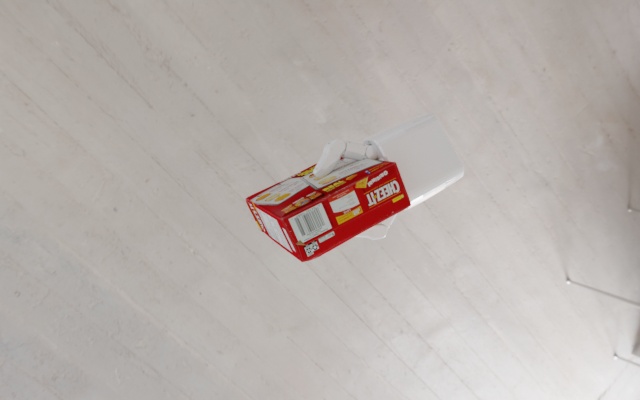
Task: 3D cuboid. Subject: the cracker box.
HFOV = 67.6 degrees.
[{"bbox_3d":[0.000,0.002,0.675,0.164,0.072,0.213,-27,15,-15],"label":"cracker box"}]
